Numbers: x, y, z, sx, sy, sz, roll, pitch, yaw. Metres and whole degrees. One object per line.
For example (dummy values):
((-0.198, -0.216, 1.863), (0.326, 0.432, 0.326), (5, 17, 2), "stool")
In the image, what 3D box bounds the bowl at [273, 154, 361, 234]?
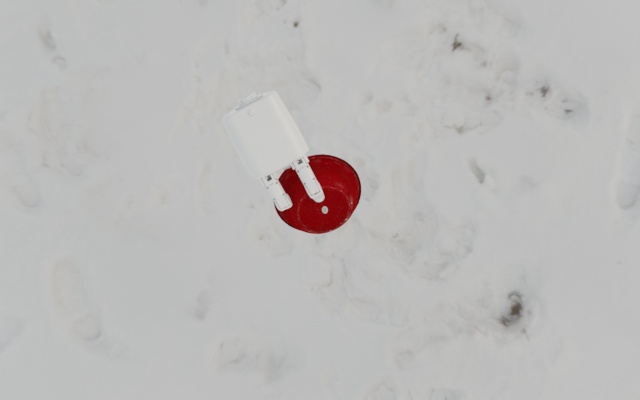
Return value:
((0.001, 0.004, 0.839), (0.162, 0.162, 0.055), (0, 31, -13), "bowl")
